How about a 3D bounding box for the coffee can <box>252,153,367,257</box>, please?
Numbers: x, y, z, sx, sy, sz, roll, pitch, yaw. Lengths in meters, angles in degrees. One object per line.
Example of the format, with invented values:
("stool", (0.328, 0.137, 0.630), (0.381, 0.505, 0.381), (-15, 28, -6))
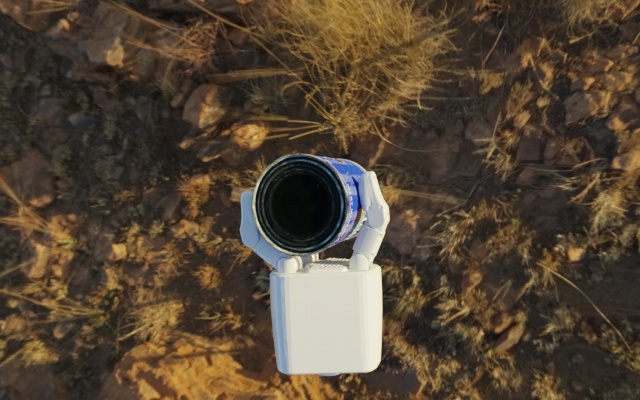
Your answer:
("coffee can", (0.000, 0.002, 0.536), (0.103, 0.103, 0.140), (0, 2, 18))
